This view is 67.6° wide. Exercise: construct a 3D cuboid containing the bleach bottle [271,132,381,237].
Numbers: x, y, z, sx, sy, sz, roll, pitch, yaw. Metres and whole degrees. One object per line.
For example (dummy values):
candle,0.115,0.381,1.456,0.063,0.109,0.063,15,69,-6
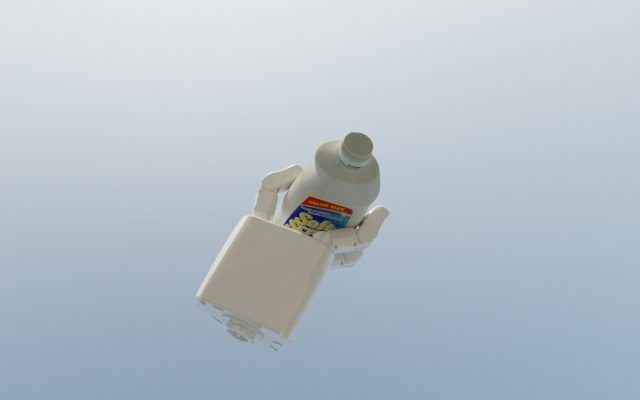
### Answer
bleach bottle,0.000,0.002,0.550,0.102,0.068,0.251,27,-31,1
